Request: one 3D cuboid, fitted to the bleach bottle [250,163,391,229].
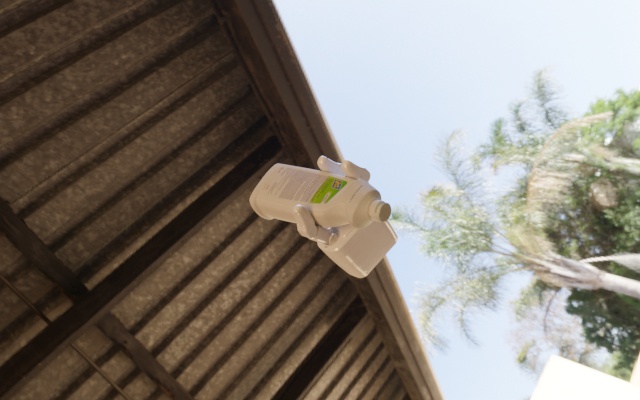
[{"bbox_3d":[0.000,0.002,0.765,0.251,0.102,0.068,14,-27,44],"label":"bleach bottle"}]
